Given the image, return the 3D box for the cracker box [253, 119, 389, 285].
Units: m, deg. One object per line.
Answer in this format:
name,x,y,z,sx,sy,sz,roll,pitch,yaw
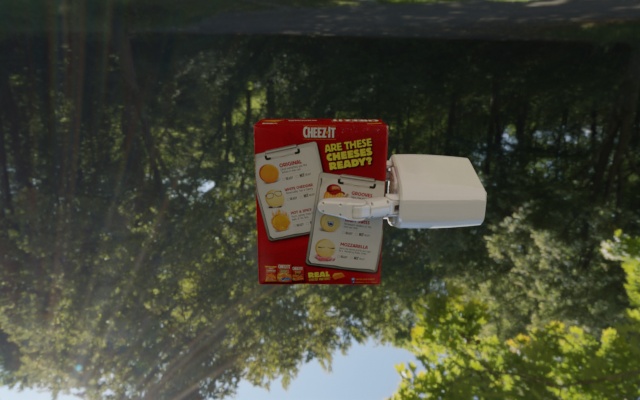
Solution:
cracker box,0.000,0.002,0.629,0.164,0.214,0.072,0,17,-1
